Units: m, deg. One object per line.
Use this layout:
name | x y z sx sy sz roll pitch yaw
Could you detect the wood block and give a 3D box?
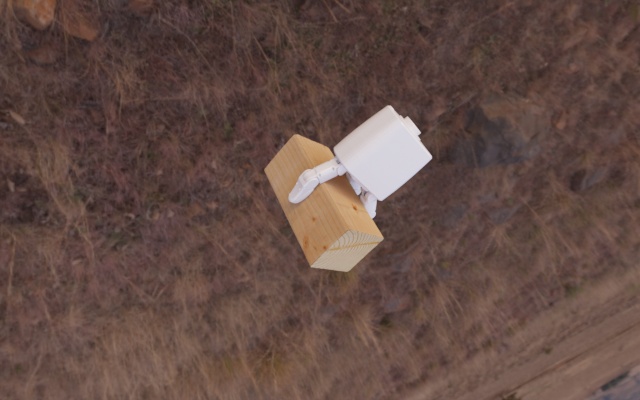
wood block | 0.000 0.002 0.770 0.091 0.206 0.090 16 -54 -46
